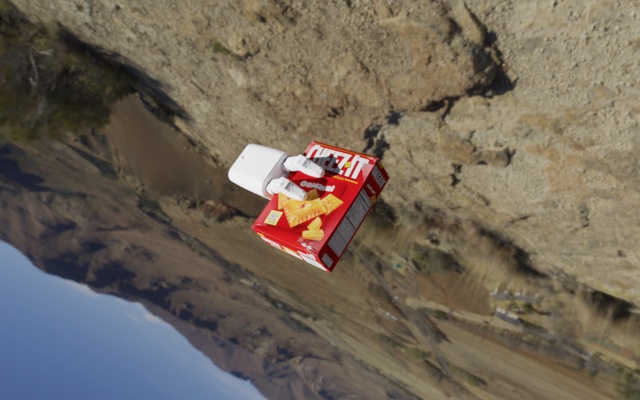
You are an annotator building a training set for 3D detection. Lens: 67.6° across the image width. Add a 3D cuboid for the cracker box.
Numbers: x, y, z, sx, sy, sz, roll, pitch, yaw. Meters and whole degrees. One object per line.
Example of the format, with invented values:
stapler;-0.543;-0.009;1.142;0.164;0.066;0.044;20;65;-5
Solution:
cracker box;0.000;0.003;0.876;0.164;0.213;0.072;20;-21;37
